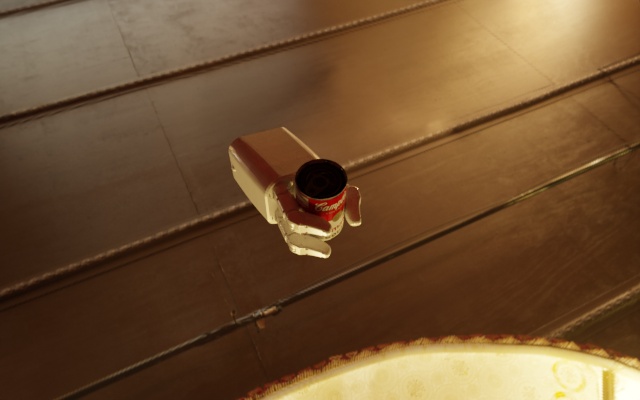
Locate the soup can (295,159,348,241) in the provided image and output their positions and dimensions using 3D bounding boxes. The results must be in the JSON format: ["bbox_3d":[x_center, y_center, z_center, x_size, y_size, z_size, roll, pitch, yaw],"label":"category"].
[{"bbox_3d":[0.000,0.003,0.652,0.068,0.068,0.102,0,-37,-1],"label":"soup can"}]
